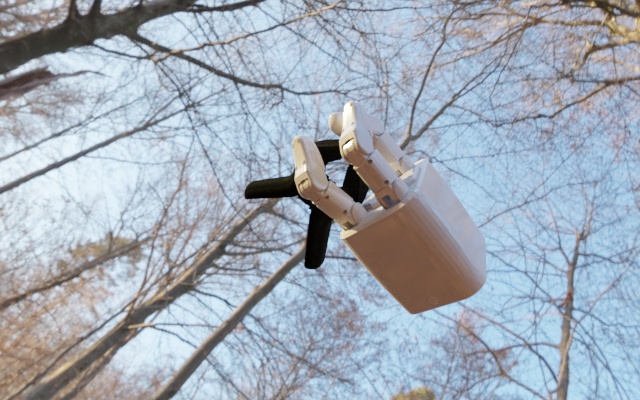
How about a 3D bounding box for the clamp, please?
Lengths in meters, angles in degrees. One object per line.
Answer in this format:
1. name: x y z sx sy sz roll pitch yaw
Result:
1. clamp: 0.000 0.001 0.489 0.171 0.120 0.039 -32 10 44
